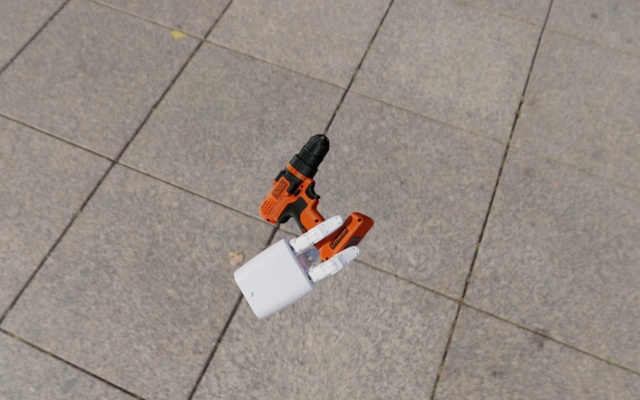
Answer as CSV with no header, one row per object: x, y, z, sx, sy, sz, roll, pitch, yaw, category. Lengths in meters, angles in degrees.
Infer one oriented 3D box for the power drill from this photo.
0.000,0.003,0.813,0.187,0.184,0.057,44,17,27,power drill
